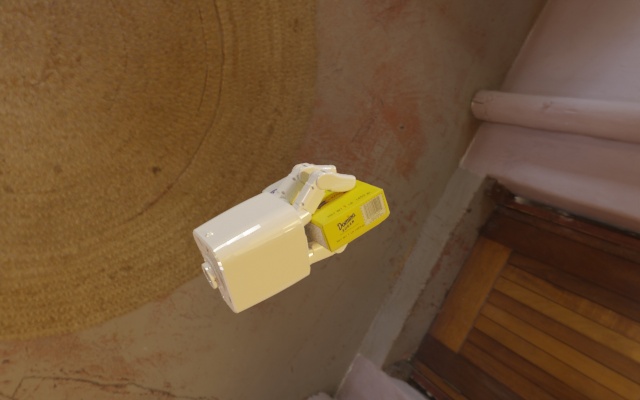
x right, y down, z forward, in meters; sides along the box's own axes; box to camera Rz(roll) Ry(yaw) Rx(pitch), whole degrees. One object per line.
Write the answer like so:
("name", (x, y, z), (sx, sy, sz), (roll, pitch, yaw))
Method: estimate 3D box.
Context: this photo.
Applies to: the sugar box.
("sugar box", (0.000, 0.002, 0.631), (0.093, 0.048, 0.176), (-30, 30, -22))
